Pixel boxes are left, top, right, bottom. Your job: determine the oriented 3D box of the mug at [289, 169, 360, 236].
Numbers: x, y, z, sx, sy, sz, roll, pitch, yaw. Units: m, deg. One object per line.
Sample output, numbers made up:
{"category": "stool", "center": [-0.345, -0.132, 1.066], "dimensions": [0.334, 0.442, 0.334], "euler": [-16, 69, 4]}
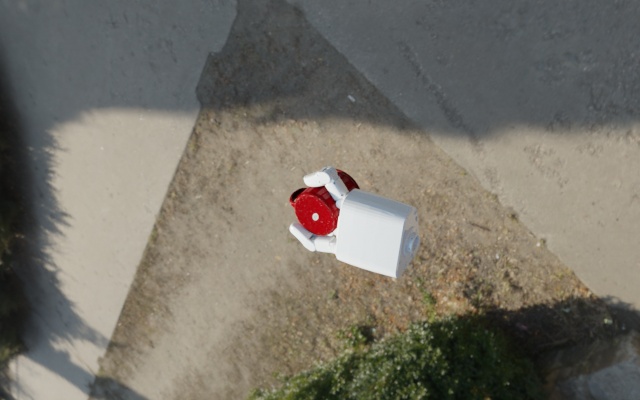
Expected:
{"category": "mug", "center": [-0.001, 0.002, 0.802], "dimensions": [0.117, 0.093, 0.081], "euler": [15, 37, 29]}
